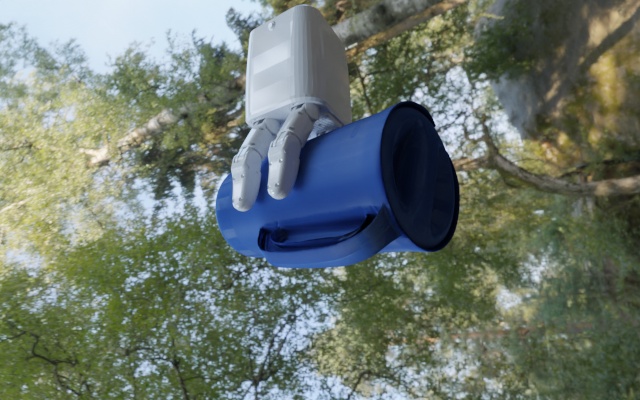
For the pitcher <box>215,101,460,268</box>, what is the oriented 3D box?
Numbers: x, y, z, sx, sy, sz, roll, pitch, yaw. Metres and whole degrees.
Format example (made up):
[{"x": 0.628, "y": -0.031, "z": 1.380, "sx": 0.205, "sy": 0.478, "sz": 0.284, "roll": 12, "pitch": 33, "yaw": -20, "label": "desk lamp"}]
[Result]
[{"x": 0.000, "y": 0.001, "z": 0.480, "sx": 0.243, "sy": 0.145, "sz": 0.149, "roll": -12, "pitch": -16, "yaw": 40, "label": "pitcher"}]
